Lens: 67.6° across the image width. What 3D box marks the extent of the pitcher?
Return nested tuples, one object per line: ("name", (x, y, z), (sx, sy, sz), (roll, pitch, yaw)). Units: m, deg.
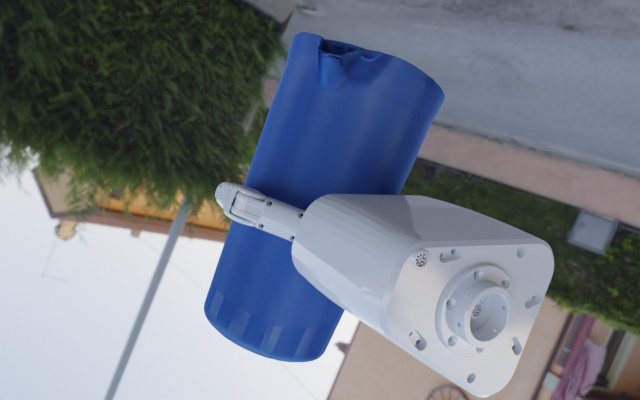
("pitcher", (0.000, 0.001, 0.405), (0.149, 0.243, 0.145), (22, 1, -27))
